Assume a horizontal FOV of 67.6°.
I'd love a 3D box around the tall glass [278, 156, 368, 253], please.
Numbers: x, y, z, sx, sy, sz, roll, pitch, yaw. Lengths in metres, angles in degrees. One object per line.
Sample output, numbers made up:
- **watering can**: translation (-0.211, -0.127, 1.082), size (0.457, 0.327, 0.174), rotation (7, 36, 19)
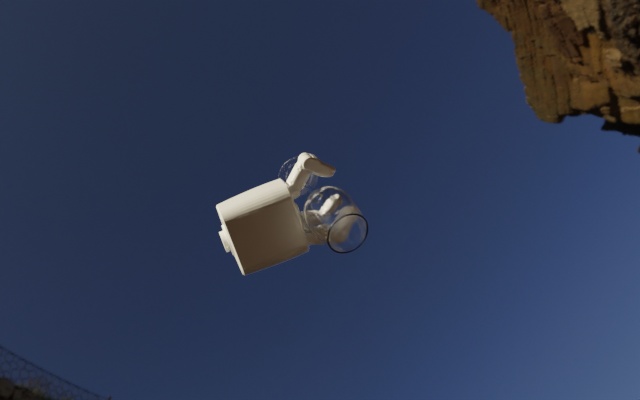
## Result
- **tall glass**: translation (0.000, 0.002, 0.725), size (0.079, 0.079, 0.201), rotation (0, 26, -25)
